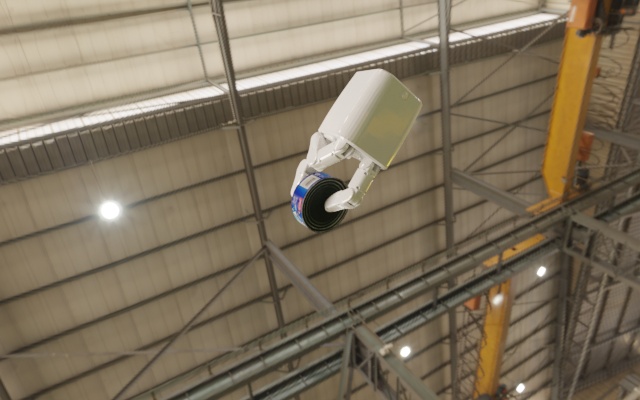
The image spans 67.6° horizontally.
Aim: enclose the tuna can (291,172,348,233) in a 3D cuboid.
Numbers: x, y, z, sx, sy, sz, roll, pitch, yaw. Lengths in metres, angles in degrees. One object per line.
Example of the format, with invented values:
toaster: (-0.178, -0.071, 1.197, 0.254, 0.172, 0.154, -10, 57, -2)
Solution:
tuna can: (0.000, 0.002, 0.706, 0.086, 0.086, 0.033, 0, 18, -36)
